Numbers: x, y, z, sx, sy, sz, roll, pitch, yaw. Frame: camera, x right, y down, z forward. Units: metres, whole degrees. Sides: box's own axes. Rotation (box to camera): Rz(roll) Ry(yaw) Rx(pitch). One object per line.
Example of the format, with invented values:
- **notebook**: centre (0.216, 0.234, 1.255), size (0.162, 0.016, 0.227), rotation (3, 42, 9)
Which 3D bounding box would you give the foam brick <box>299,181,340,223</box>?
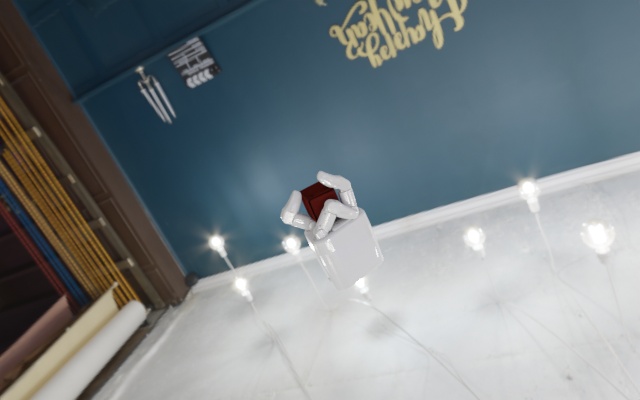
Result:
- **foam brick**: centre (0.000, 0.003, 0.854), size (0.053, 0.051, 0.078), rotation (-26, 18, -7)
